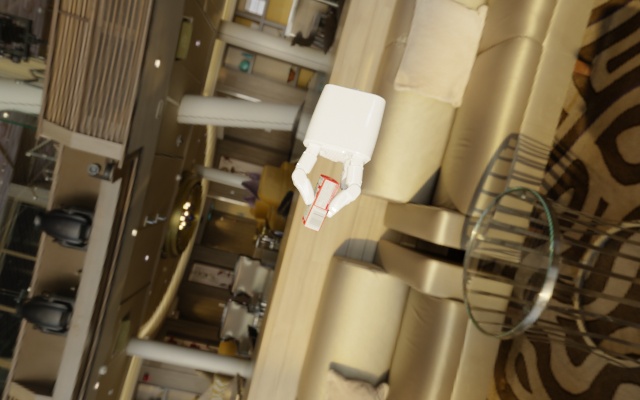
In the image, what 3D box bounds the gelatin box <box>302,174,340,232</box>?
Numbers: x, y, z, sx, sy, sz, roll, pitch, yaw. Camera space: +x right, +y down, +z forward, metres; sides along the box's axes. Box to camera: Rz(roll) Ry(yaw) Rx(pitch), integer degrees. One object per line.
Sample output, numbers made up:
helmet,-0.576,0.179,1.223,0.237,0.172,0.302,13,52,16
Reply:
gelatin box,0.000,0.003,0.799,0.030,0.089,0.073,23,4,-7
